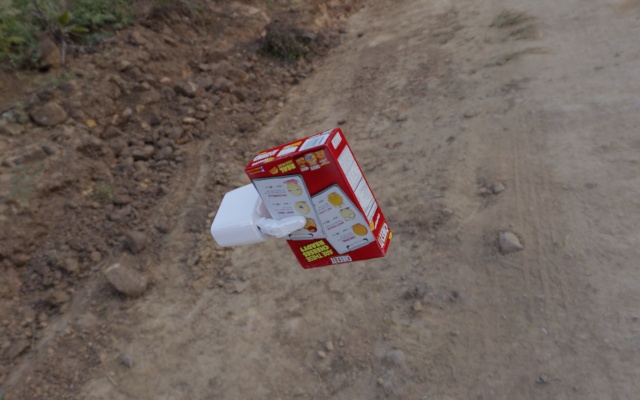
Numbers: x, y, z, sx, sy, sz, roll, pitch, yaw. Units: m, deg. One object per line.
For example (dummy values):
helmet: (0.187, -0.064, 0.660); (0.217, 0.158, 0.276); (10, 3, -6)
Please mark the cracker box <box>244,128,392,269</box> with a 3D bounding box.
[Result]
cracker box: (0.000, 0.003, 0.782); (0.164, 0.214, 0.072); (-13, 28, 32)
